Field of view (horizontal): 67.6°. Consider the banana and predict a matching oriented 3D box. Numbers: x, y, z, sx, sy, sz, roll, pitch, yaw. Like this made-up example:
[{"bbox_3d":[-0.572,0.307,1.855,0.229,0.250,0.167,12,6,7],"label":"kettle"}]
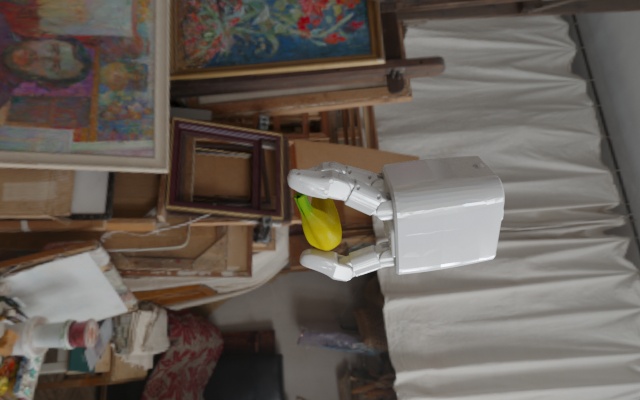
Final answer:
[{"bbox_3d":[0.003,0.020,0.550,0.037,0.069,0.198,-10,1,3],"label":"banana"}]
